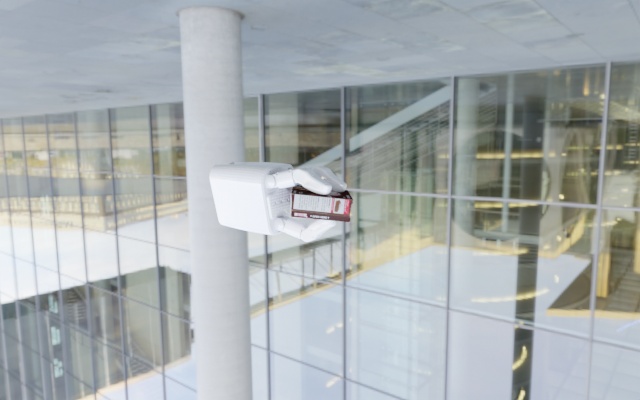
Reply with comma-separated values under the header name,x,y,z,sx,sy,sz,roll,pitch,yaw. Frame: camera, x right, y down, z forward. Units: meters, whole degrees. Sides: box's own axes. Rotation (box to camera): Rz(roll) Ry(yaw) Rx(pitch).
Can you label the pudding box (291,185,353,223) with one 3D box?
name,x,y,z,sx,sy,sz,roll,pitch,yaw
pudding box,0.000,0.003,0.727,0.090,0.039,0.113,5,10,-2
